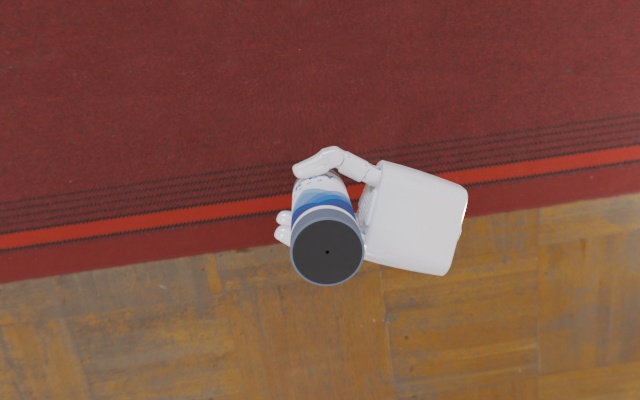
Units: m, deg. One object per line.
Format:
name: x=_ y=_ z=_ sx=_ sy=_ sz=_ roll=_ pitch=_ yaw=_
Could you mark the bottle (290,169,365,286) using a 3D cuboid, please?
bottle: x=0.000 y=0.002 z=0.560 sx=0.069 sy=0.069 sz=0.295 roll=0 pitch=17 yaw=-2
